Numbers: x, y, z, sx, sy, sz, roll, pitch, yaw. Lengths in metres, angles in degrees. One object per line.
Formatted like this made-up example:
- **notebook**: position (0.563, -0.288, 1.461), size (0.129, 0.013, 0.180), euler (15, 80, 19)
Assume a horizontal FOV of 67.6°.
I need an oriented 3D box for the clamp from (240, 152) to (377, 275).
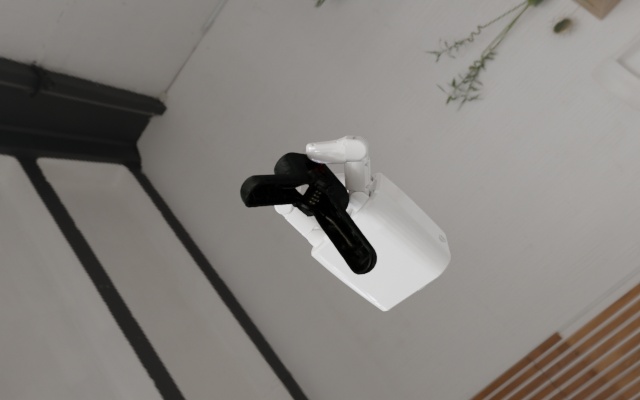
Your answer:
- **clamp**: position (0.000, 0.002, 0.428), size (0.120, 0.039, 0.171), euler (41, 19, -6)
